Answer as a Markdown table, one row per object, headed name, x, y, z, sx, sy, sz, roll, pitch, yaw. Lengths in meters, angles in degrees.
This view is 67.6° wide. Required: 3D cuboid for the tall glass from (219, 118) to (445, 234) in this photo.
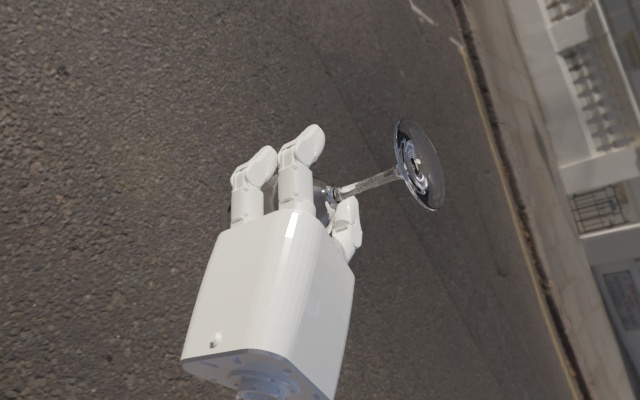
| name | x | y | z | sx | sy | sz | roll | pitch | yaw |
| --- | --- | --- | --- | --- | --- | --- | --- | --- | --- |
| tall glass | 0.001 | 0.001 | 0.418 | 0.201 | 0.079 | 0.079 | -21 | -12 | 35 |
